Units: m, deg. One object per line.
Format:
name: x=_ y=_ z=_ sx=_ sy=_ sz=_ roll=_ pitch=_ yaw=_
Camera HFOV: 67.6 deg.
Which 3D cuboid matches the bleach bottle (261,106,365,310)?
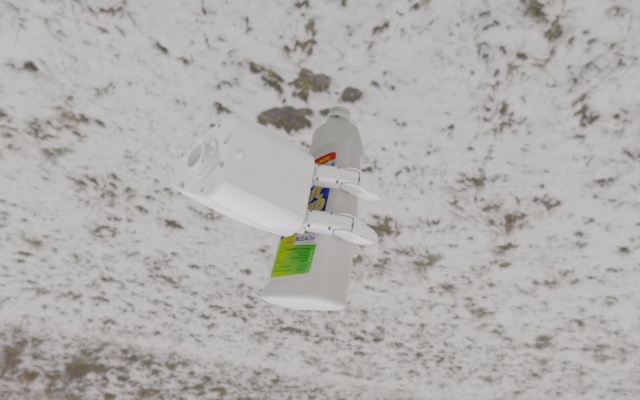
bleach bottle: x=0.000 y=0.002 z=0.580 sx=0.102 sy=0.250 sz=0.068 roll=-12 pitch=-29 yaw=43
